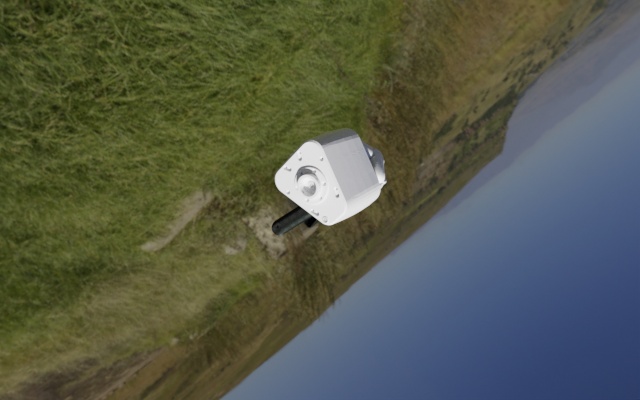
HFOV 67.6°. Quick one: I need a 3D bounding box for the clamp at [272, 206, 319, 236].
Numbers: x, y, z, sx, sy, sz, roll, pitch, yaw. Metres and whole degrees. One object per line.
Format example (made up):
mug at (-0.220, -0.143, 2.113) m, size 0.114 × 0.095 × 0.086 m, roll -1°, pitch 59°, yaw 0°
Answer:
clamp at (0.001, 0.003, 0.756) m, size 0.171 × 0.039 × 0.120 m, roll -43°, pitch -9°, yaw 32°
